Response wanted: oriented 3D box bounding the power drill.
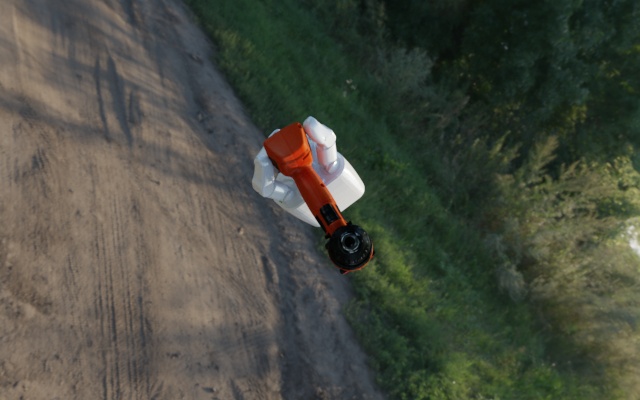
[{"bbox_3d":[0.000,0.002,0.580,0.057,0.187,0.184,-29,-11,-4],"label":"power drill"}]
